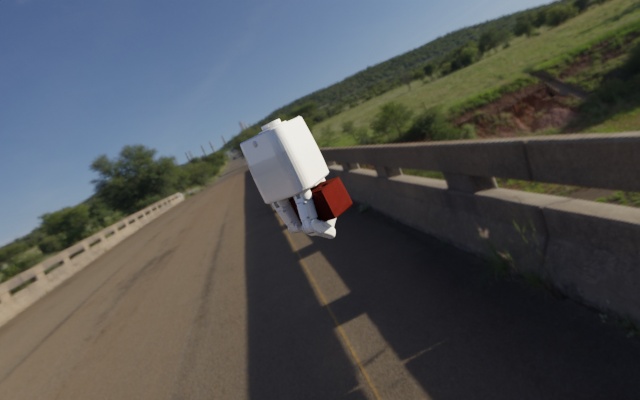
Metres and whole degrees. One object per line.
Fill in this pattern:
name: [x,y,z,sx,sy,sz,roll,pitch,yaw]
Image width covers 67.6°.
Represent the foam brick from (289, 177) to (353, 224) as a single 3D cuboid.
foam brick: [0.000,0.002,0.761,0.078,0.051,0.053,-16,15,43]
